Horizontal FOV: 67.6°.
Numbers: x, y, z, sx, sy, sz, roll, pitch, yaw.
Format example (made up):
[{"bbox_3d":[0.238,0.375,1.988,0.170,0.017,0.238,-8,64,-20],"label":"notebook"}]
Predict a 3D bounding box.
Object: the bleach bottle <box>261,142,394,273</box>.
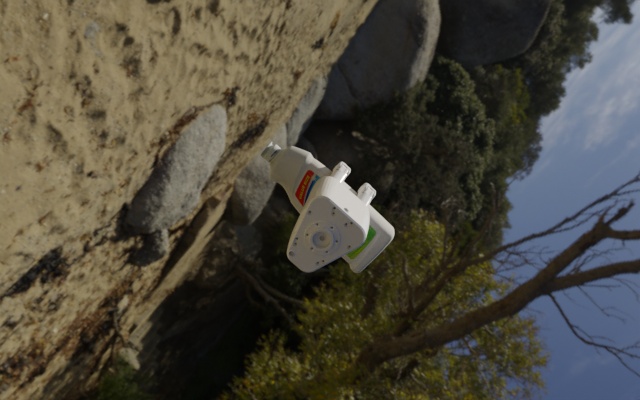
[{"bbox_3d":[0.000,0.003,0.793,0.251,0.102,0.068,41,16,-6],"label":"bleach bottle"}]
